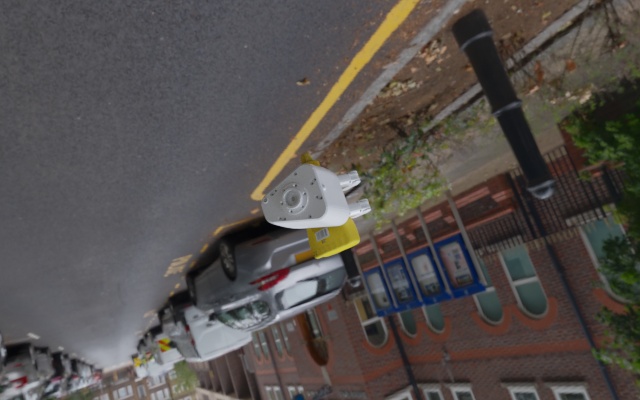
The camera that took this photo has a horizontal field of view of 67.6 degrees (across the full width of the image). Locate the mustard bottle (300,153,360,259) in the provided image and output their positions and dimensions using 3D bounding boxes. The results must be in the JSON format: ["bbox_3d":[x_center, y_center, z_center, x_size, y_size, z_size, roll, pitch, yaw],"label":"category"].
[{"bbox_3d":[0.000,0.003,0.875,0.058,0.191,0.096,-6,-17,-47],"label":"mustard bottle"}]
